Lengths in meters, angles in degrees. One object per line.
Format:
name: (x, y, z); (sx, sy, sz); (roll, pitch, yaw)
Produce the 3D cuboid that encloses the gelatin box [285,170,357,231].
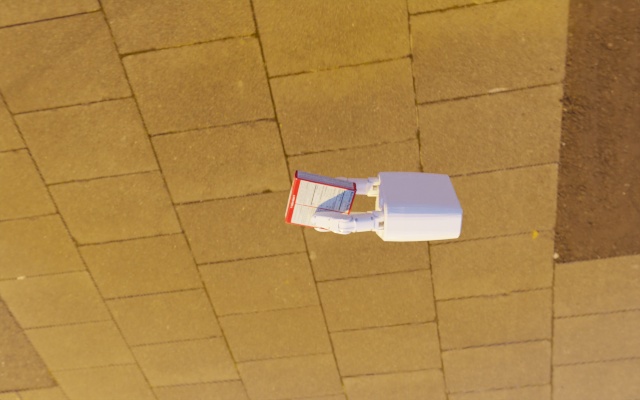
gelatin box: (0.000, 0.002, 0.678); (0.089, 0.073, 0.030); (11, 28, -8)
